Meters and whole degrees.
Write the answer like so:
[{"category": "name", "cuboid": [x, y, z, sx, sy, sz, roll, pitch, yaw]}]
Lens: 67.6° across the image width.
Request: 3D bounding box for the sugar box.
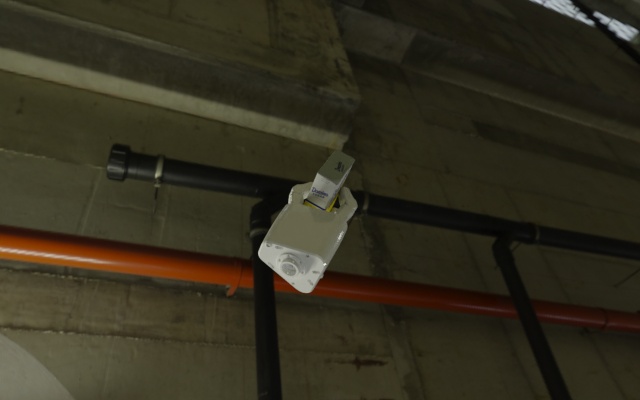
[{"category": "sugar box", "cuboid": [0.001, 0.003, 0.860, 0.048, 0.176, 0.093, 31, 39, 4]}]
